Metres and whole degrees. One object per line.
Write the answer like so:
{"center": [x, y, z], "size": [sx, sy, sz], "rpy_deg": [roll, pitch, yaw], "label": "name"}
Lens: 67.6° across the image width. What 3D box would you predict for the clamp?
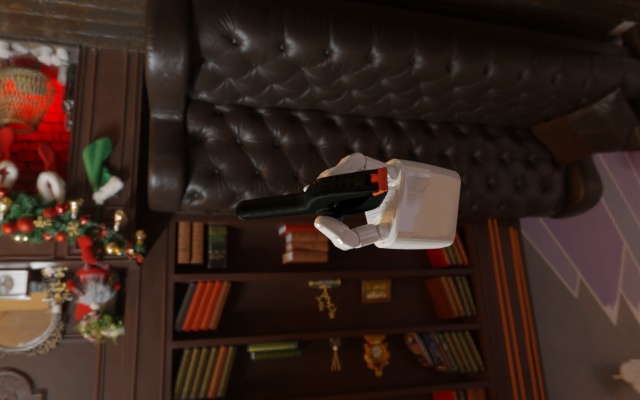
{"center": [0.001, 0.003, 0.586], "size": [0.164, 0.036, 0.210], "rpy_deg": [7, -18, -27], "label": "clamp"}
